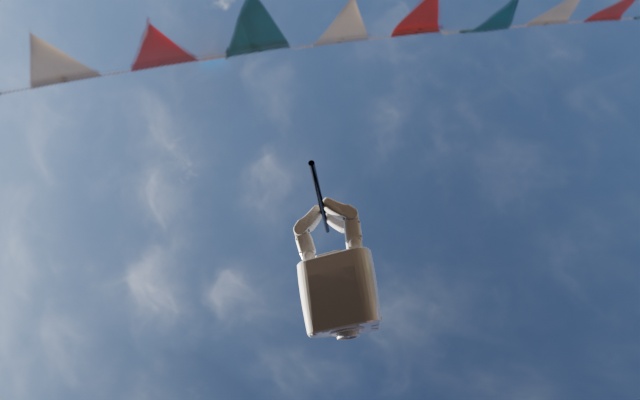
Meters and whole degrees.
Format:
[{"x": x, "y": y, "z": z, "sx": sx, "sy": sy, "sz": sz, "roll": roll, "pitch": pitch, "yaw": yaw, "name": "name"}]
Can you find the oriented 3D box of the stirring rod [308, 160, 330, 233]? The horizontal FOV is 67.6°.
[{"x": 0.000, "y": 0.002, "z": 0.702, "sx": 0.011, "sy": 0.011, "sz": 0.240, "roll": 0, "pitch": -24, "yaw": 6, "name": "stirring rod"}]
